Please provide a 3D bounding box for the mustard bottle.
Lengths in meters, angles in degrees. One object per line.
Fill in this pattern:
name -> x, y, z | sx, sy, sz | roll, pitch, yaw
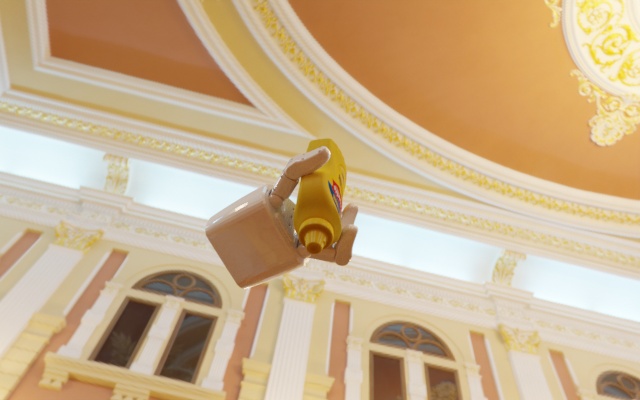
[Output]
mustard bottle -> 0.000, 0.002, 0.615 | 0.058, 0.096, 0.191 | -4, 33, 9
